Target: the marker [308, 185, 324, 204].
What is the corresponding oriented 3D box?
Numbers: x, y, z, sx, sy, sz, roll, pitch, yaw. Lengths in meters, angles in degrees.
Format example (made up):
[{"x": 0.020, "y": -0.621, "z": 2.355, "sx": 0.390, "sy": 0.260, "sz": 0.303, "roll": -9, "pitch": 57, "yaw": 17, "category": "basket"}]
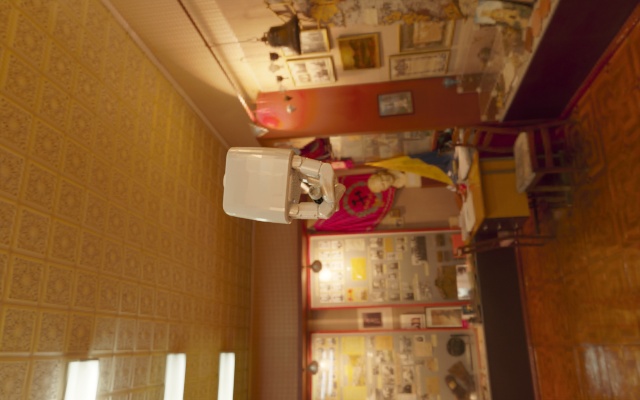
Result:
[{"x": 0.000, "y": 0.003, "z": 0.763, "sx": 0.020, "sy": 0.020, "sz": 0.121, "roll": 0, "pitch": -16, "yaw": 9, "category": "marker"}]
